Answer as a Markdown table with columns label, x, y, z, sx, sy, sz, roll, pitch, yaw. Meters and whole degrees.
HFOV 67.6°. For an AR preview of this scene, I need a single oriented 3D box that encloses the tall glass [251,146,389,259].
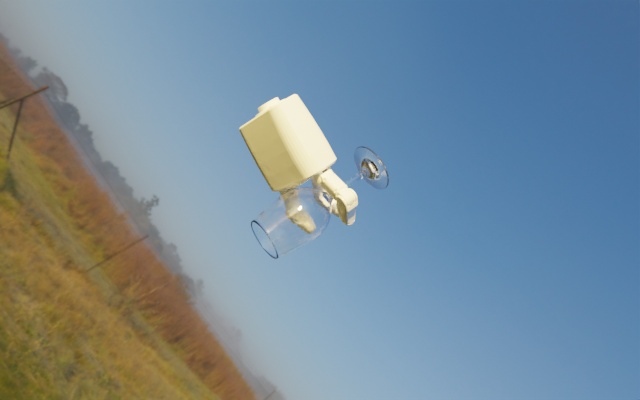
| label | x | y | z | sx | sy | sz | roll | pitch | yaw |
| --- | --- | --- | --- | --- | --- | --- | --- | --- | --- |
| tall glass | 0.001 | 0.002 | 0.681 | 0.201 | 0.079 | 0.079 | -34 | 14 | -22 |
